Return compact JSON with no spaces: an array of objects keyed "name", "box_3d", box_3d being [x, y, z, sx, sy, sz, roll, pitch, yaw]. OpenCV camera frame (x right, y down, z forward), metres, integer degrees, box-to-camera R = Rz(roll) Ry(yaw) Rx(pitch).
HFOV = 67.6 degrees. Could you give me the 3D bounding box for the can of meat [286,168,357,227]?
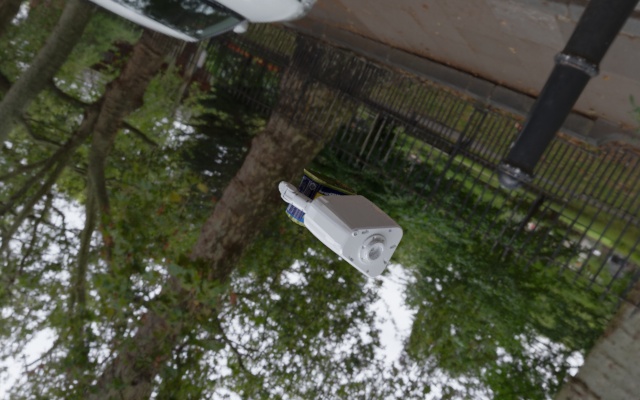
[{"name":"can of meat","box_3d":[0.000,0.003,0.817,0.102,0.084,0.057,18,14,-41]}]
